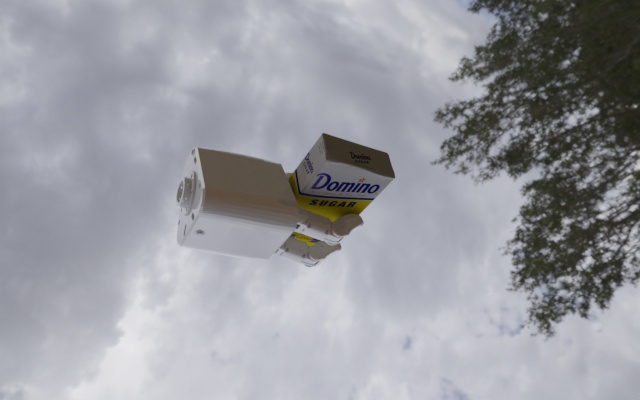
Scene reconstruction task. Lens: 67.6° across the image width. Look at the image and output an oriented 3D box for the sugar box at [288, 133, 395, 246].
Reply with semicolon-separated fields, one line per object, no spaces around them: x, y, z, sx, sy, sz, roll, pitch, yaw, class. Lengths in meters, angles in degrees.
0.000;0.002;0.577;0.093;0.048;0.176;13;-40;-28;sugar box
